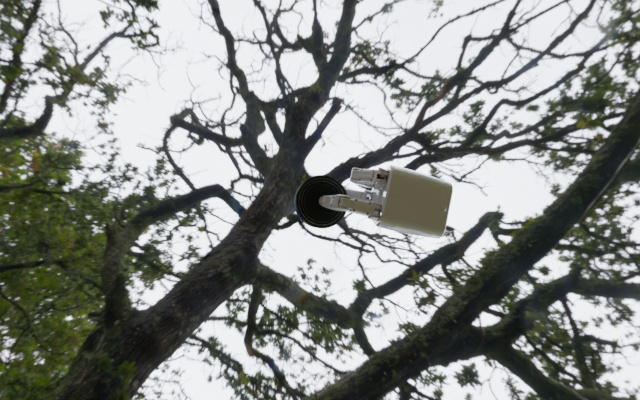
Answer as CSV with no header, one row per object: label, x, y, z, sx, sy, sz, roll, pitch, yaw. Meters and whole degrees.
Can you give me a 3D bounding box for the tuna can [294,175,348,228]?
tuna can,0.000,0.003,0.778,0.086,0.086,0.034,0,-2,-10
